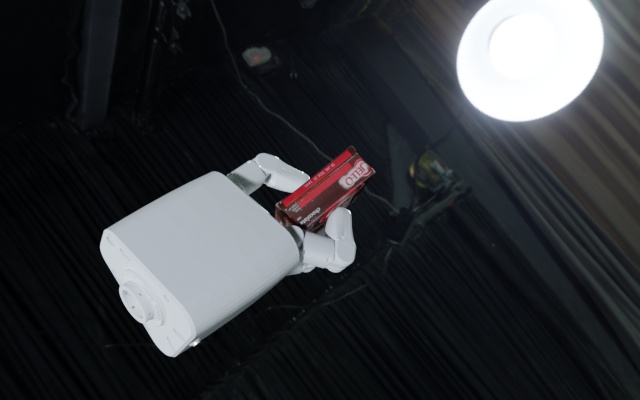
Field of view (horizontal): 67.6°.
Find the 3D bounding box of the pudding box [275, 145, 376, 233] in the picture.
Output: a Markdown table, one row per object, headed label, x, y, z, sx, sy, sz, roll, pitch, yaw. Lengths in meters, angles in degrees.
| label | x | y | z | sx | sy | sz | roll | pitch | yaw |
| --- | --- | --- | --- | --- | --- | --- | --- | --- | --- |
| pudding box | 0.000 | 0.001 | 0.468 | 0.090 | 0.039 | 0.113 | -38 | -5 | -13 |
